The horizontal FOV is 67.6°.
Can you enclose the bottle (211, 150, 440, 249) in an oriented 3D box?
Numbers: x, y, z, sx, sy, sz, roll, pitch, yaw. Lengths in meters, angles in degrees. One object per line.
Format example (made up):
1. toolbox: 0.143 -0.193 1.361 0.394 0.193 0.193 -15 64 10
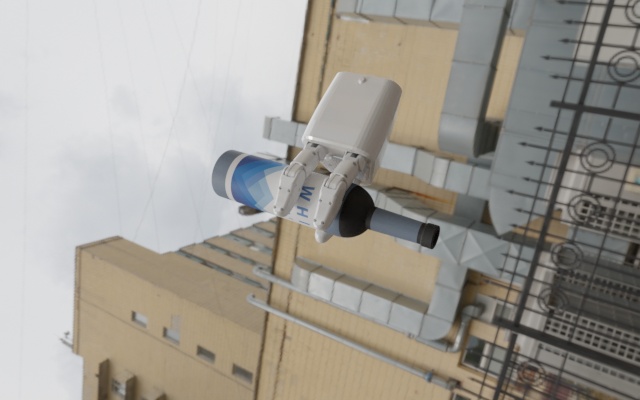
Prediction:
1. bottle: 0.000 0.002 0.587 0.295 0.069 0.069 17 8 26
